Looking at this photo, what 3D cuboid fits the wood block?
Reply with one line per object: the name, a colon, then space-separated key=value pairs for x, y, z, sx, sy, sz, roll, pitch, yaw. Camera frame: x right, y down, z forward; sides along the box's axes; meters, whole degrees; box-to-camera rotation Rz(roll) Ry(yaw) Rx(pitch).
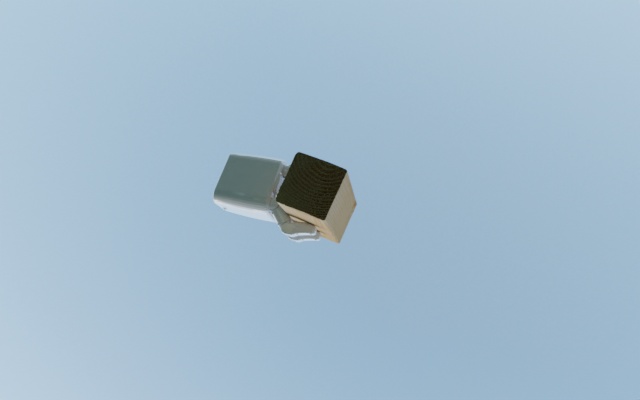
wood block: x=0.000 y=0.002 z=0.838 sx=0.090 sy=0.091 sz=0.206 roll=21 pitch=-10 yaw=13
